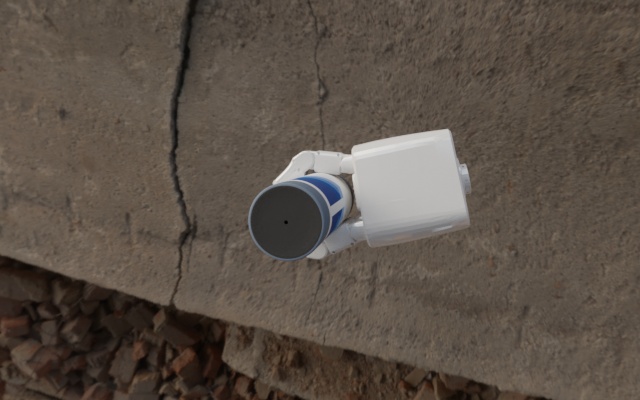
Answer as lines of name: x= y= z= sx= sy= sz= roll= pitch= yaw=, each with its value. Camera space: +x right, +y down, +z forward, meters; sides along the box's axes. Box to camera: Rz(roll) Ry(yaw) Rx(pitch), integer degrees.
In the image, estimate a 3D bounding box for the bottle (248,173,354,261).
bottle: x=0.000 y=0.002 z=0.540 sx=0.069 sy=0.069 sz=0.295 roll=0 pitch=6 yaw=11
